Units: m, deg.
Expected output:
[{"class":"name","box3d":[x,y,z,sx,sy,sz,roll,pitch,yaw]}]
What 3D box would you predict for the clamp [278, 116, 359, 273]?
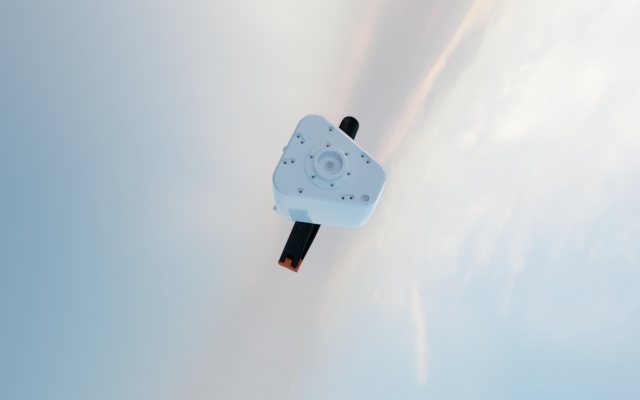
[{"class":"clamp","box3d":[0.001,0.003,0.670,0.036,0.210,0.164,23,-13,7]}]
